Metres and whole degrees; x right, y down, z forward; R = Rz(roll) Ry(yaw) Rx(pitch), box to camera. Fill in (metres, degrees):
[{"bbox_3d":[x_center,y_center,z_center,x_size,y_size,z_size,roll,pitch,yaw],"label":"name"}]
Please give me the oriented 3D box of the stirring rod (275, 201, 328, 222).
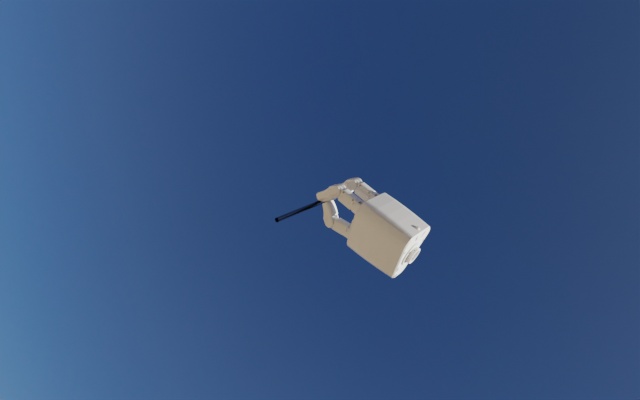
[{"bbox_3d":[0.000,0.003,0.871,0.011,0.011,0.239,0,14,38],"label":"stirring rod"}]
